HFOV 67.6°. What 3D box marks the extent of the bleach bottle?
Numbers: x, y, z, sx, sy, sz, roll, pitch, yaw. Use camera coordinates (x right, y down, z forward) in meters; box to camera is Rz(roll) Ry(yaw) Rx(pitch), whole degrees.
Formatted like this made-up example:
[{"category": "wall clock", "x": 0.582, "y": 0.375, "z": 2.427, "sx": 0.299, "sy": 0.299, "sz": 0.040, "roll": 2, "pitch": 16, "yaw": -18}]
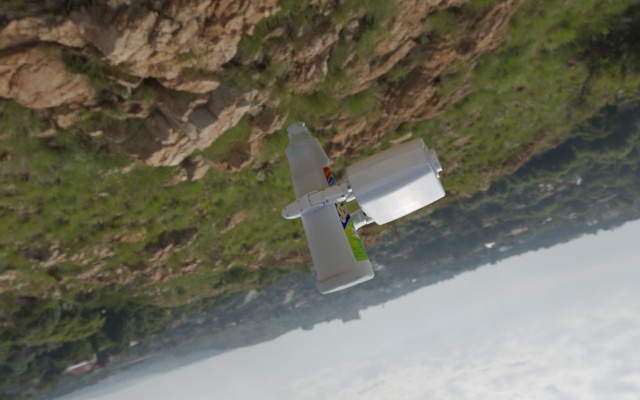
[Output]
[{"category": "bleach bottle", "x": 0.000, "y": 0.002, "z": 0.687, "sx": 0.068, "sy": 0.250, "sz": 0.102, "roll": -23, "pitch": -13, "yaw": 17}]
